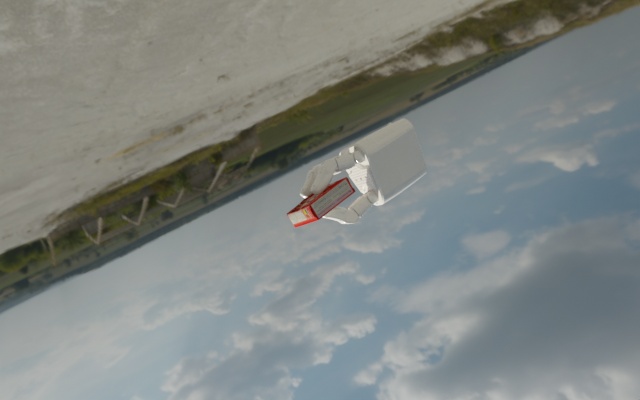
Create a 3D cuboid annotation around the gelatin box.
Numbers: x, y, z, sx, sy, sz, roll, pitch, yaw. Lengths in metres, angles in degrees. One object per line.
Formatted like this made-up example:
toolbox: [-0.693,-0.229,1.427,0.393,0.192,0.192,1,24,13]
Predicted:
gelatin box: [0.000,0.003,0.747,0.089,0.030,0.073,-38,10,-32]
